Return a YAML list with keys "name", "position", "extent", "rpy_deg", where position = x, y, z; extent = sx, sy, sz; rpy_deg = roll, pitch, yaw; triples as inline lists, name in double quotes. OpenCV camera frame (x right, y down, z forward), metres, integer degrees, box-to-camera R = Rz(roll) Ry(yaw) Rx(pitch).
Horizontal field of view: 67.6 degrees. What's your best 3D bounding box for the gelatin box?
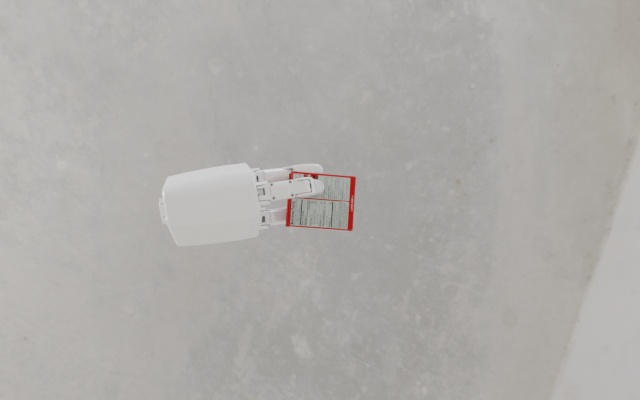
- name: "gelatin box"
  position: [0.000, 0.002, 0.633]
  extent: [0.089, 0.073, 0.030]
  rpy_deg: [4, -6, -7]
